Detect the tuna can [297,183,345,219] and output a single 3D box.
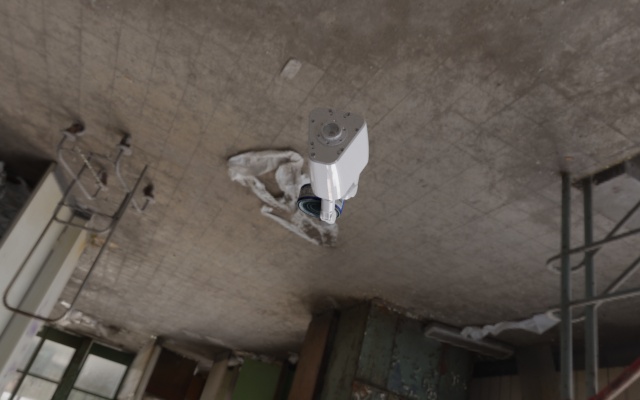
[{"bbox_3d":[0.000,0.003,0.883,0.086,0.033,0.086,13,-24,6],"label":"tuna can"}]
